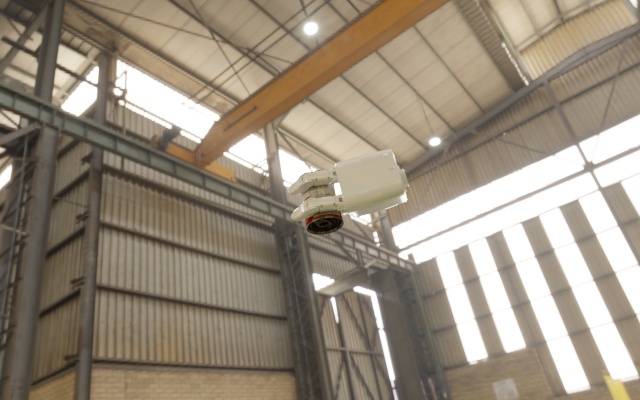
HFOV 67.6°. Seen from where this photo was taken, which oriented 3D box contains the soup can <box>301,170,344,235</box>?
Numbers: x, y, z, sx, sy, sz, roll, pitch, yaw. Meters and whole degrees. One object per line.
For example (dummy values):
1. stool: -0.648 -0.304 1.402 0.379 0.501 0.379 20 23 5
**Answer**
1. soup can: 0.000 0.003 0.881 0.068 0.102 0.068 -9 -29 -5
